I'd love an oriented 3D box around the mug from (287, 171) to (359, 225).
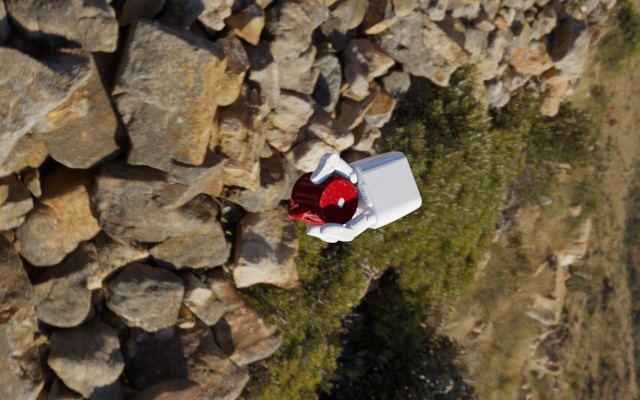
[{"bbox_3d":[-0.001,0.003,0.797,0.117,0.093,0.081,-21,17,-30],"label":"mug"}]
